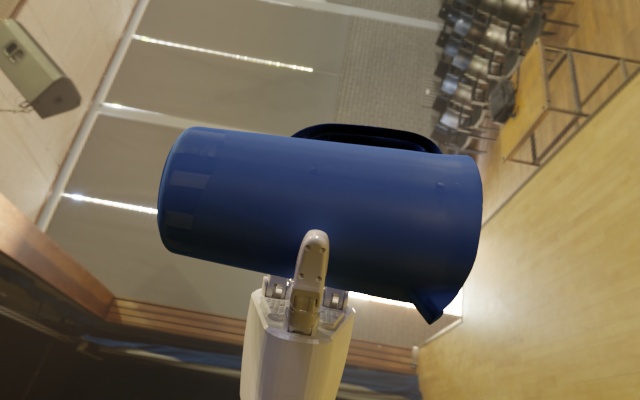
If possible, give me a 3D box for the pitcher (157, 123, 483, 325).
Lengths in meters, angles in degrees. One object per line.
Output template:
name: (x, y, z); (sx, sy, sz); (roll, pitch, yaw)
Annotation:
pitcher: (0.000, 0.002, 0.408); (0.243, 0.145, 0.149); (10, 9, -1)
